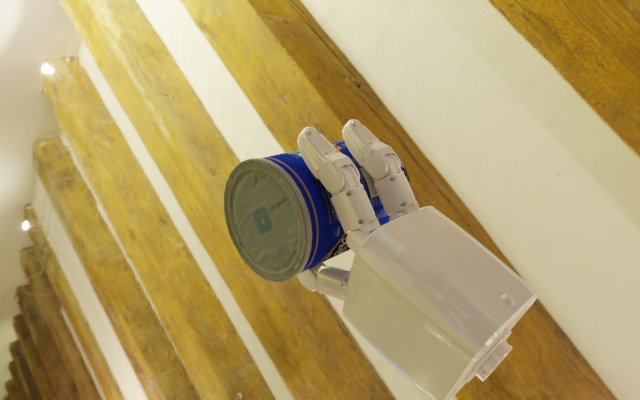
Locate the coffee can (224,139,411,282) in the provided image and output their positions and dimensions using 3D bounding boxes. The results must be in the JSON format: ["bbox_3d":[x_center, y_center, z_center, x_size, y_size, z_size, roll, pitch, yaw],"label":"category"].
[{"bbox_3d":[0.000,0.001,0.432,0.103,0.103,0.140,0,13,45],"label":"coffee can"}]
